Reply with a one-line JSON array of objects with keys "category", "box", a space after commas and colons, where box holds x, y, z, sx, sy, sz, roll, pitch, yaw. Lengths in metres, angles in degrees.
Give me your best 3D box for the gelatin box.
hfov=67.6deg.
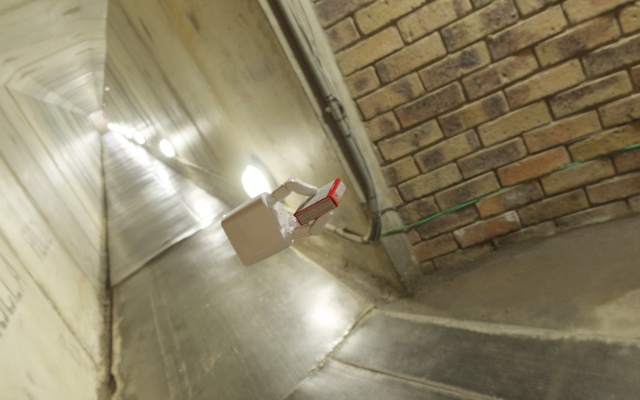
[{"category": "gelatin box", "box": [0.000, 0.002, 0.886, 0.089, 0.030, 0.073, -29, 16, 29]}]
